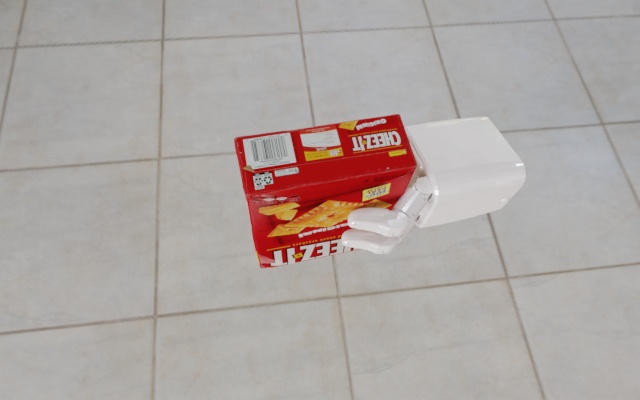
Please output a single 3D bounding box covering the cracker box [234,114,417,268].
[{"bbox_3d":[0.000,0.002,0.534,0.164,0.072,0.214,-10,-25,-8],"label":"cracker box"}]
